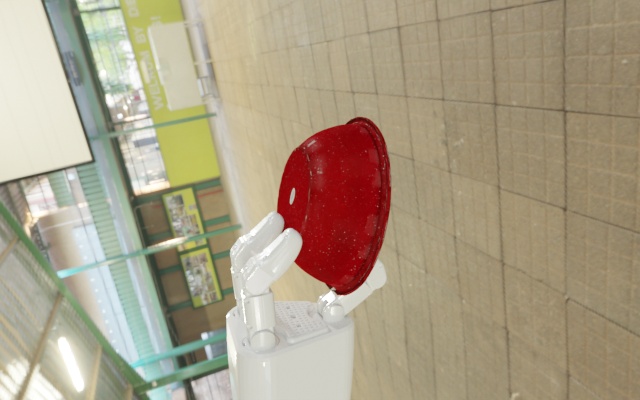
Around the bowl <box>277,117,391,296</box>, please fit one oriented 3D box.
[{"bbox_3d":[0.000,0.000,0.425,0.055,0.162,0.162,8,-3,-21],"label":"bowl"}]
